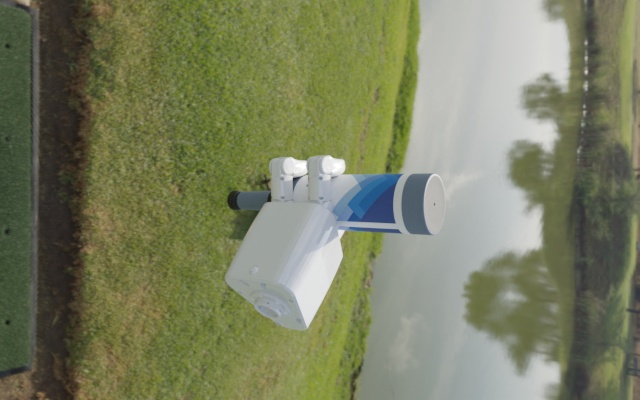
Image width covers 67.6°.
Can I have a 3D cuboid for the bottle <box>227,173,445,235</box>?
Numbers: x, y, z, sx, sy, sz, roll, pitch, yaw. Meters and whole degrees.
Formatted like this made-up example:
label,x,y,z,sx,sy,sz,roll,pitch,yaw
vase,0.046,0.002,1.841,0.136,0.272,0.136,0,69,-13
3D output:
label,x,y,z,sx,sy,sz,roll,pitch,yaw
bottle,0.000,0.002,0.590,0.295,0.069,0.069,1,0,34
